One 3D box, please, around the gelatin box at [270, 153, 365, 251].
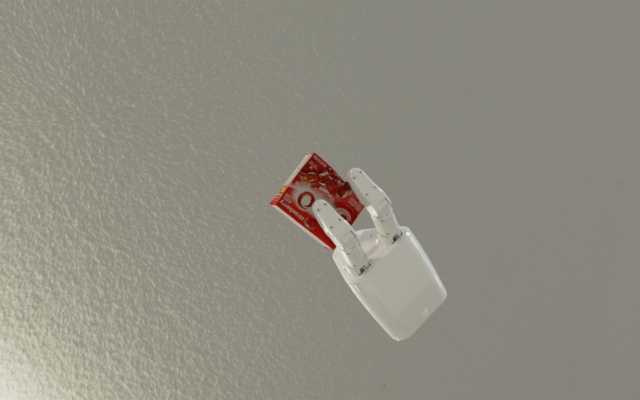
[{"bbox_3d":[0.000,0.002,0.538,0.089,0.073,0.030,40,-12,-17],"label":"gelatin box"}]
